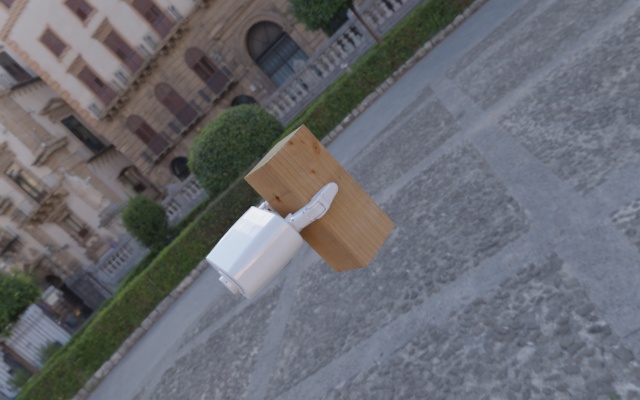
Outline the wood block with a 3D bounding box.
[{"bbox_3d":[0.000,0.002,0.715,0.090,0.206,0.091,-51,15,-29],"label":"wood block"}]
